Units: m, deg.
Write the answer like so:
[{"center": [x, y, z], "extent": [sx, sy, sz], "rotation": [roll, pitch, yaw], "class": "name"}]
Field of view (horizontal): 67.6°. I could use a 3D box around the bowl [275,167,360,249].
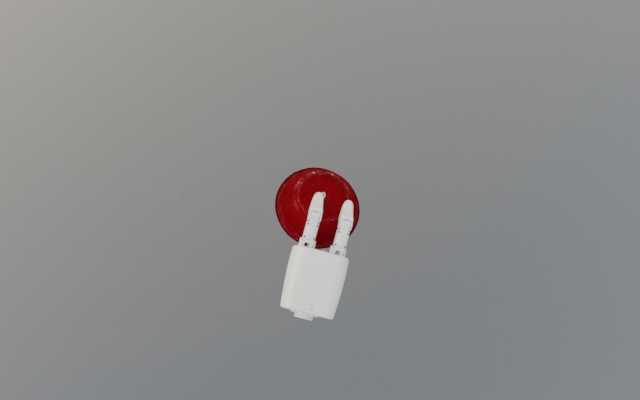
[{"center": [0.000, 0.001, 0.871], "extent": [0.162, 0.162, 0.055], "rotation": [0, -21, -12], "class": "bowl"}]
